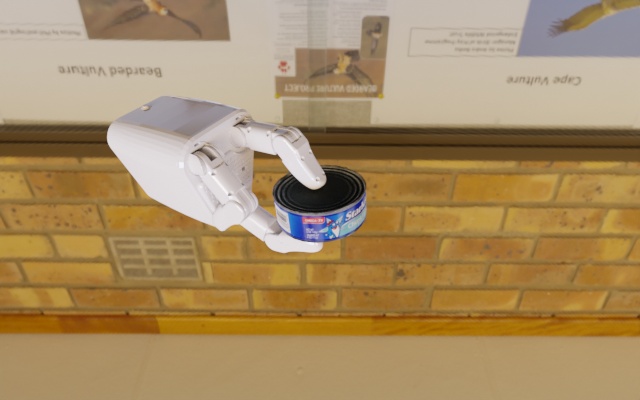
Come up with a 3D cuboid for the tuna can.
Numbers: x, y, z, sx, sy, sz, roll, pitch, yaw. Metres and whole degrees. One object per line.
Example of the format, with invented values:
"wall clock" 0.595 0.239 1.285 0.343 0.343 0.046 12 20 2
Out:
"tuna can" 0.000 0.002 0.443 0.086 0.034 0.086 -4 32 2
